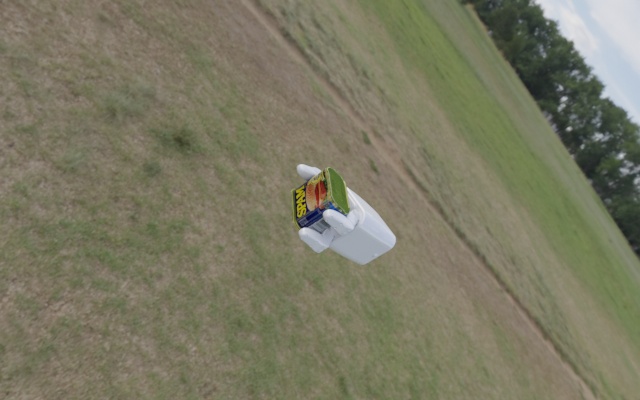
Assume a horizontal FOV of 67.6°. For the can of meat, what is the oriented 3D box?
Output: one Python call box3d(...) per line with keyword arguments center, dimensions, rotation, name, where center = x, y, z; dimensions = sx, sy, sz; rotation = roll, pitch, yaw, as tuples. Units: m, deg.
box3d(center=(0.000, 0.002, 0.810), dimensions=(0.084, 0.102, 0.057), rotation=(-34, -52, 24), name="can of meat")
